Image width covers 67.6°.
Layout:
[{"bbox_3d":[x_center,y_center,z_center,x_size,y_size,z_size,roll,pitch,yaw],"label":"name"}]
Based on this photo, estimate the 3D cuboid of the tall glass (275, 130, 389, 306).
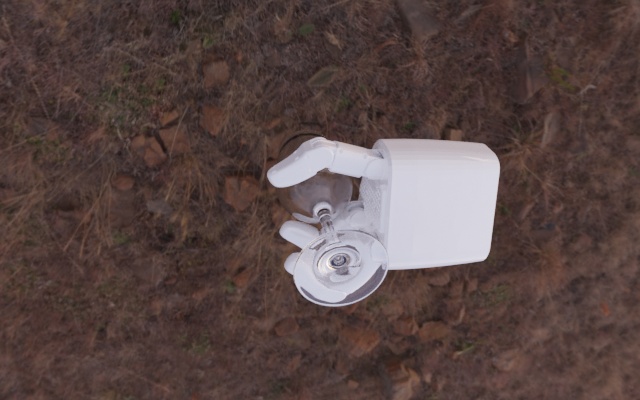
[{"bbox_3d":[0.000,0.002,0.445,0.079,0.079,0.201,0,31,-12],"label":"tall glass"}]
